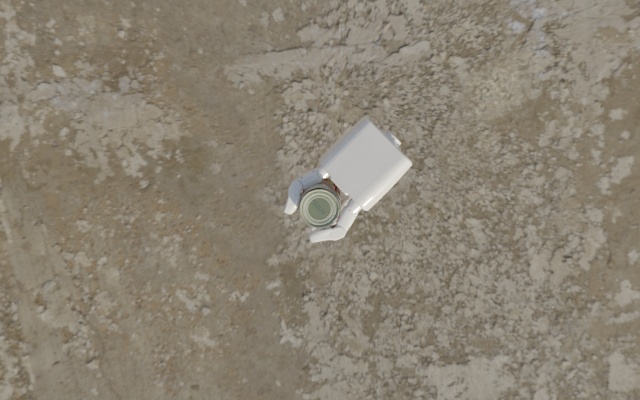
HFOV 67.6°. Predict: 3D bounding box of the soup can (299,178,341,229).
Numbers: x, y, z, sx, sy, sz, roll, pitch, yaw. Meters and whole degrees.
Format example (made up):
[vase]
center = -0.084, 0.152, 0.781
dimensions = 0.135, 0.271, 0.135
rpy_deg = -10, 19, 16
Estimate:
[soup can]
center = 0.000, 0.003, 0.799
dimensions = 0.068, 0.068, 0.102
rpy_deg = 0, 12, 1
